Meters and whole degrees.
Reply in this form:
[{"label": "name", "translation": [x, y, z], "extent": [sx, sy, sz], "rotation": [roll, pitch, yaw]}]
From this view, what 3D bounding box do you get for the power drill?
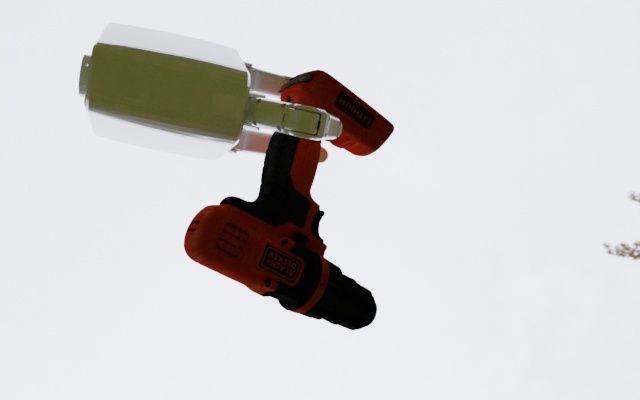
[{"label": "power drill", "translation": [0.000, 0.001, 0.408], "extent": [0.184, 0.187, 0.057], "rotation": [32, -23, -30]}]
